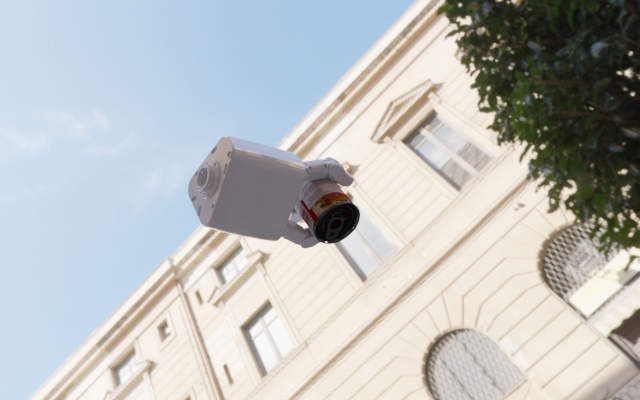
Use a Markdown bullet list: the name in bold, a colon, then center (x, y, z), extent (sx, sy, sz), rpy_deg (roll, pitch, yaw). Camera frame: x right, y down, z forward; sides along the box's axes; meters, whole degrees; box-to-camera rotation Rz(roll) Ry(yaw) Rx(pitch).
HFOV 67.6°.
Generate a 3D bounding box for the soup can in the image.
- **soup can**: center (0.000, 0.002, 0.658), extent (0.068, 0.068, 0.102), rpy_deg (0, 35, -33)
